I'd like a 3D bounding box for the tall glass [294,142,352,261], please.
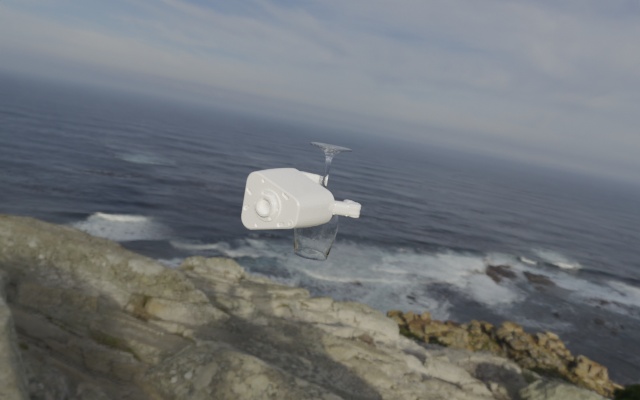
[{"bbox_3d":[0.000,0.002,0.842,0.079,0.201,0.079,10,11,-2],"label":"tall glass"}]
